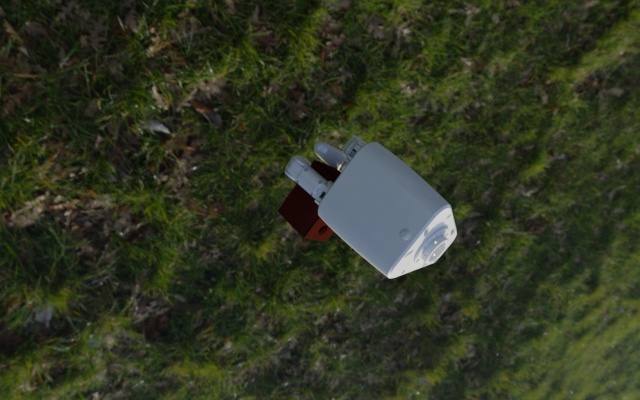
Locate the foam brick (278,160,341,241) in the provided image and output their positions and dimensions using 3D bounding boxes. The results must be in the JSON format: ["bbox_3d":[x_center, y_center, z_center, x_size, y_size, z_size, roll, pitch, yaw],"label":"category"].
[{"bbox_3d":[0.000,0.002,0.553,0.051,0.078,0.053,43,15,28],"label":"foam brick"}]
